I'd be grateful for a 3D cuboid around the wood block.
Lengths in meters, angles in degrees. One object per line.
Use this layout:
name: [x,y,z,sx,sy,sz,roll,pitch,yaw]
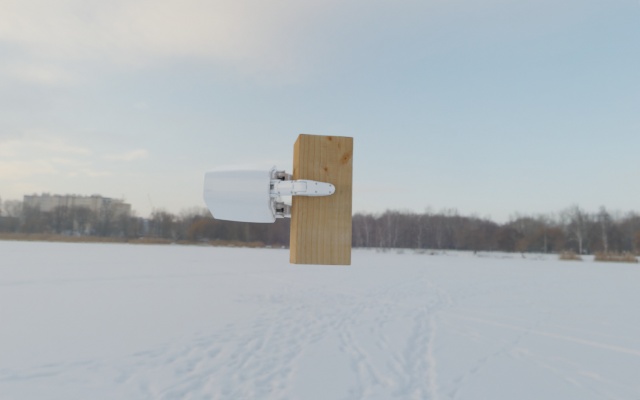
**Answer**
wood block: [0.000,0.002,0.792,0.090,0.206,0.091,2,-6,-10]
